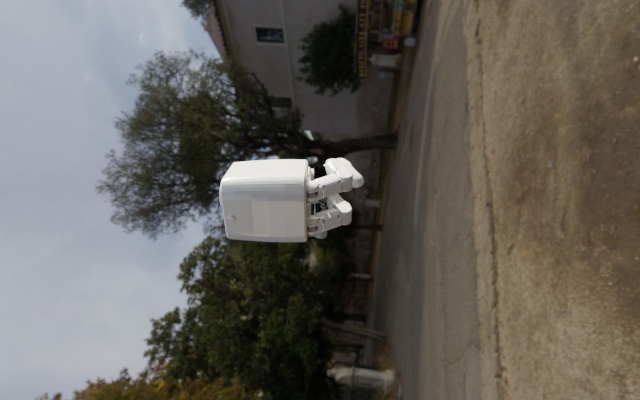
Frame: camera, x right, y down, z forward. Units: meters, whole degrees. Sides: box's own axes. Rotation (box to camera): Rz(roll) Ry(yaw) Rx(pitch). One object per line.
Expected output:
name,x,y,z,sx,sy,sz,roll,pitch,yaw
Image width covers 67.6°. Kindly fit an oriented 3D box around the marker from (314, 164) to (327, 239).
marker,0.000,0.002,0.674,0.020,0.121,0.020,0,36,0
